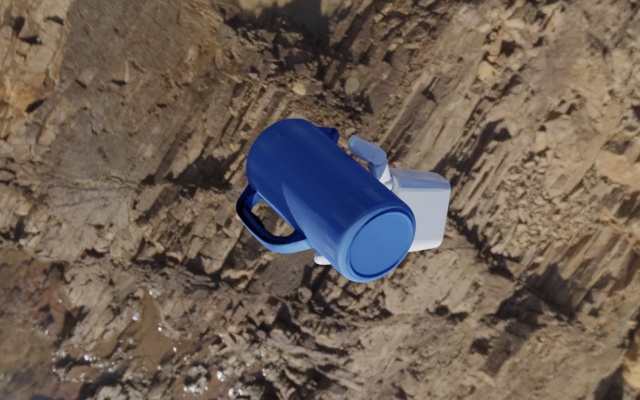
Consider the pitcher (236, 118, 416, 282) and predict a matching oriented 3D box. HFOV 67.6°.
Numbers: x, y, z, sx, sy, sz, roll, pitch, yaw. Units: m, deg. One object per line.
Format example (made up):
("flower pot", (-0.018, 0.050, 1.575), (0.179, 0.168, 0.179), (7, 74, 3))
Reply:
("pitcher", (0.000, 0.002, 0.616), (0.145, 0.149, 0.242), (3, 26, -35))
